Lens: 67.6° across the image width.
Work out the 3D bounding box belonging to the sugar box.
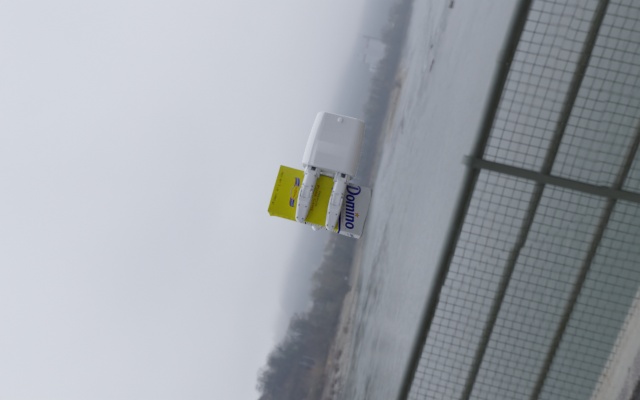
[{"bbox_3d":[0.000,0.003,0.874,0.176,0.093,0.048,13,-11,4],"label":"sugar box"}]
